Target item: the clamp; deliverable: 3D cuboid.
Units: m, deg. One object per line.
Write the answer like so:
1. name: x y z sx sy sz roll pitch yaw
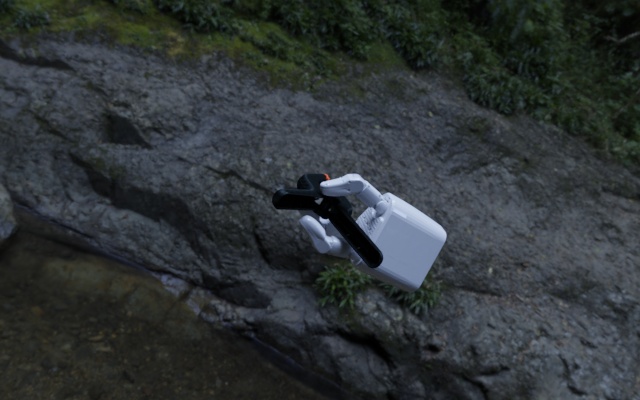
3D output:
1. clamp: 0.001 0.001 0.676 0.164 0.036 0.210 32 16 -20
